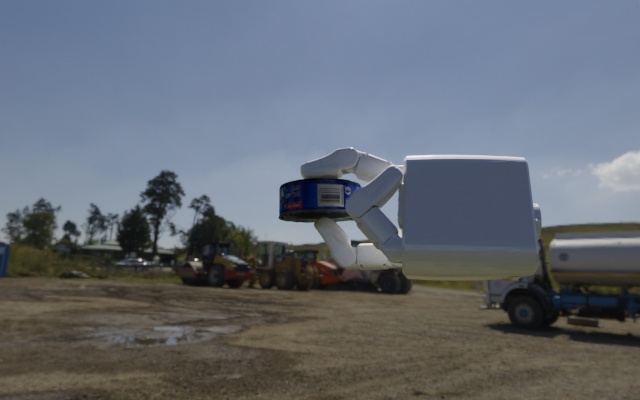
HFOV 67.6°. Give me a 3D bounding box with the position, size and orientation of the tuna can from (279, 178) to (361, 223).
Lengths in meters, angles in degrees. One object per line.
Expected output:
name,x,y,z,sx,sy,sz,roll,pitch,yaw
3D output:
tuna can,0.000,0.001,0.486,0.086,0.033,0.086,-1,-9,0
